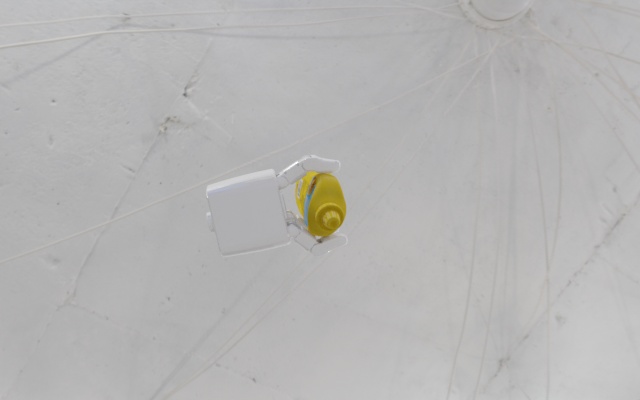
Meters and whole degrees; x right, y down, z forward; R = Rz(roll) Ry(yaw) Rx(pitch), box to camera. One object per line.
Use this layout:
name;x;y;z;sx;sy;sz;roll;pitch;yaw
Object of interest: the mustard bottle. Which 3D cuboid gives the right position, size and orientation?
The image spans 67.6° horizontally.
mustard bottle;0.000;0.002;0.747;0.058;0.096;0.191;9;16;-13
